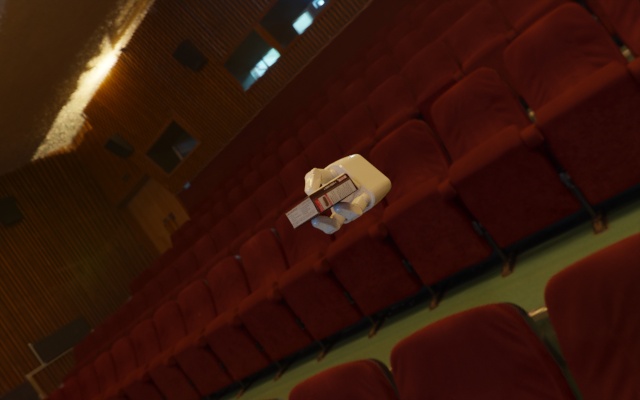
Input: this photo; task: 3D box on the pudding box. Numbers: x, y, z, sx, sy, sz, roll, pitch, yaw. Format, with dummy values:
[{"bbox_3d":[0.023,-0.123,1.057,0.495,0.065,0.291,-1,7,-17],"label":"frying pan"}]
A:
[{"bbox_3d":[0.000,0.003,0.820,0.090,0.039,0.113,-33,-3,-29],"label":"pudding box"}]
